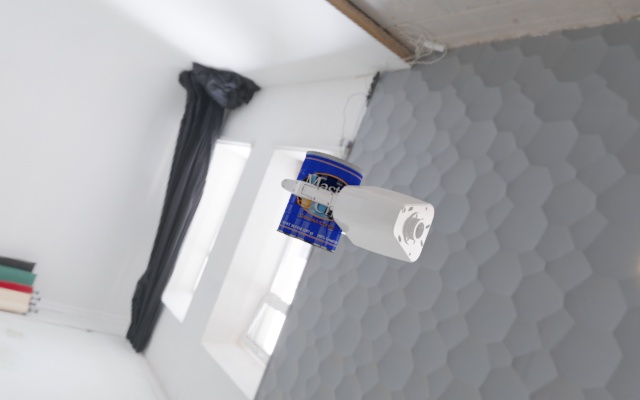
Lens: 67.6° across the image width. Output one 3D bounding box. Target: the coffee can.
[{"bbox_3d":[0.000,0.002,0.778,0.103,0.140,0.103,21,-5,2],"label":"coffee can"}]
